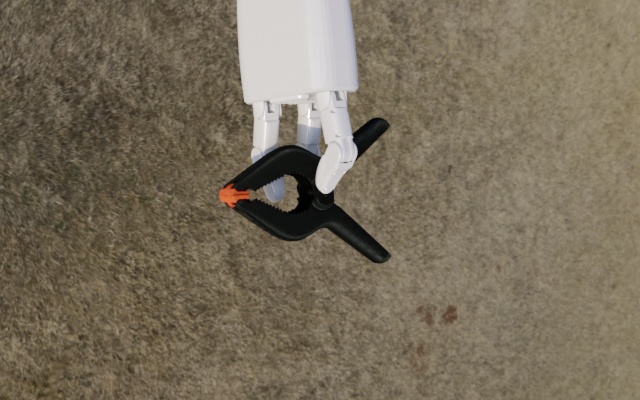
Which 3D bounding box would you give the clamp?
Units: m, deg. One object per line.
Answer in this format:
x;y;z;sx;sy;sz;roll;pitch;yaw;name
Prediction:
0.000;0.001;0.492;0.210;0.164;0.036;-11;6;-36;clamp
